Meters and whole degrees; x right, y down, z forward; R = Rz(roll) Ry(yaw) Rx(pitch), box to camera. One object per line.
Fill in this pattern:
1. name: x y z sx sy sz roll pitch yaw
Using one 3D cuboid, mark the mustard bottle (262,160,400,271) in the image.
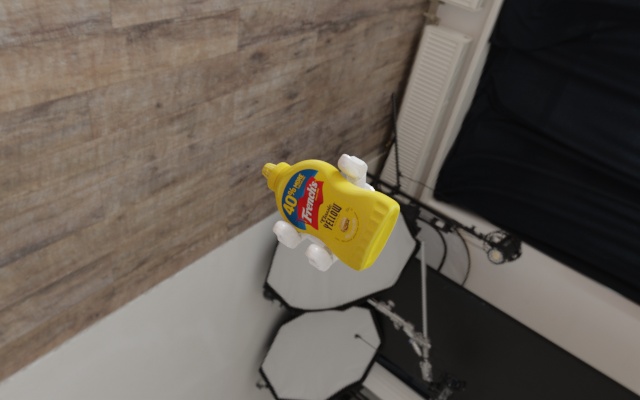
1. mustard bottle: 0.000 0.002 0.617 0.191 0.096 0.058 32 19 24
